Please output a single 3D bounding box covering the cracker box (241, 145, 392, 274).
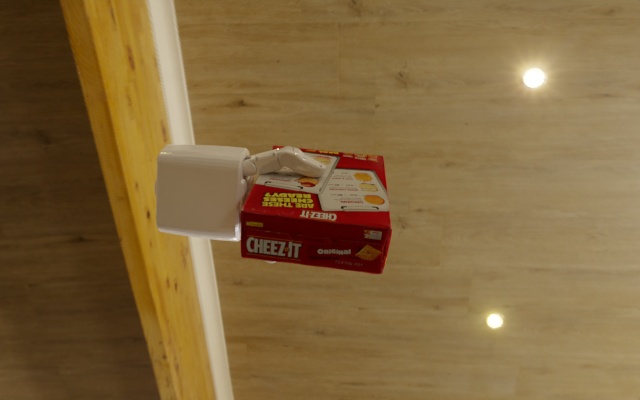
[{"bbox_3d":[0.000,0.002,0.612,0.164,0.072,0.213,6,27,2],"label":"cracker box"}]
